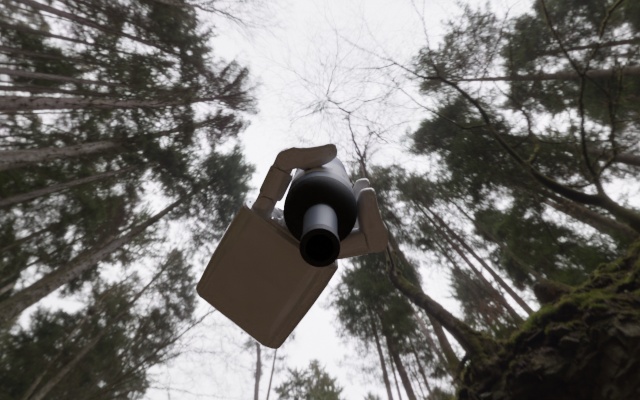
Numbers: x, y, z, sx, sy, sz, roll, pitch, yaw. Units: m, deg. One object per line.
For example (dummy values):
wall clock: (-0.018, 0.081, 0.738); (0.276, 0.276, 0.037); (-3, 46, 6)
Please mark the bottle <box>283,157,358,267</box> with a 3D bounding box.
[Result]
bottle: (0.000, 0.001, 0.461); (0.069, 0.069, 0.295); (0, 12, 0)
